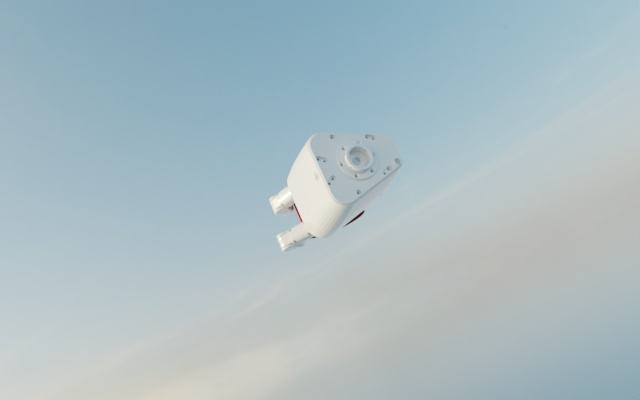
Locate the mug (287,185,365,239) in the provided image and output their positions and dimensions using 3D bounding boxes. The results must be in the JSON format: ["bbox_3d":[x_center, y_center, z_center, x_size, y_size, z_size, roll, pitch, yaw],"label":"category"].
[{"bbox_3d":[0.000,0.003,0.682,0.093,0.081,0.117,-18,-15,-22],"label":"mug"}]
